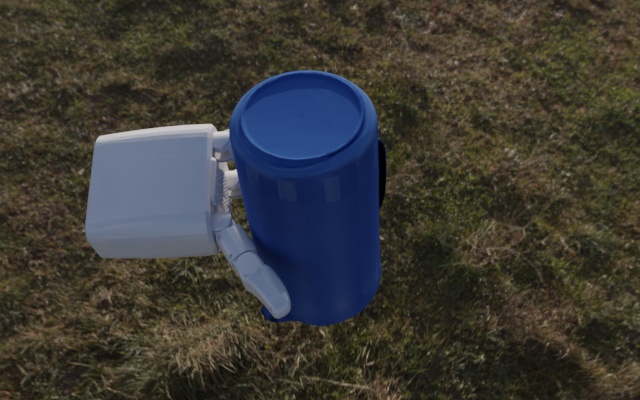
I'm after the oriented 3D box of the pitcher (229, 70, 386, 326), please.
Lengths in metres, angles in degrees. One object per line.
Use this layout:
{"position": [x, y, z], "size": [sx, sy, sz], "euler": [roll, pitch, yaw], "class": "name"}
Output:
{"position": [0.000, 0.002, 0.439], "size": [0.145, 0.149, 0.243], "euler": [-4, -36, 0], "class": "pitcher"}
